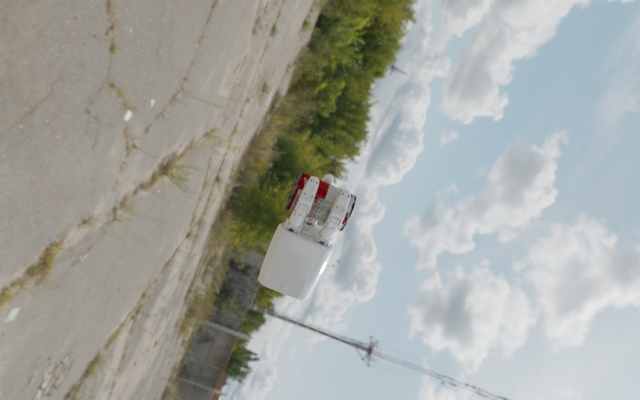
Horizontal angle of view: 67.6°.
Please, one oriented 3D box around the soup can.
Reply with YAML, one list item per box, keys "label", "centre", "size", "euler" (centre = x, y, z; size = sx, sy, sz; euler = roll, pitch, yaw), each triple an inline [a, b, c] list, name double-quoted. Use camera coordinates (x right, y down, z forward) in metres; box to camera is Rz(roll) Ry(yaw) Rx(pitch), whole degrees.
- label: "soup can"
  centre: [0.001, 0.002, 0.796]
  size: [0.102, 0.068, 0.068]
  euler: [23, -3, -6]
